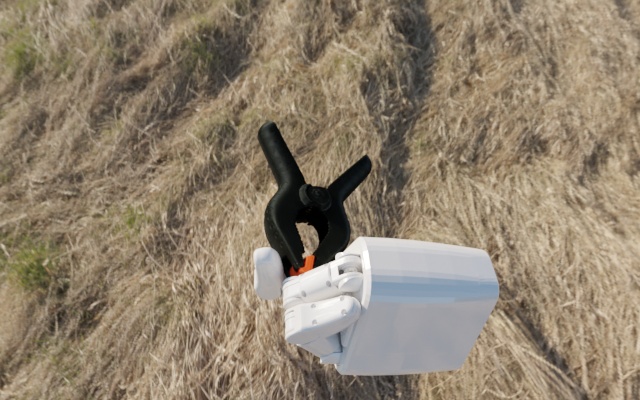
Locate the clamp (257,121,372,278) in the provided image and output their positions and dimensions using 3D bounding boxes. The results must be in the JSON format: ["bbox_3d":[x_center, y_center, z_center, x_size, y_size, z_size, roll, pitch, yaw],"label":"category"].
[{"bbox_3d":[0.000,0.001,0.441,0.120,0.171,0.039,7,-36,-15],"label":"clamp"}]
